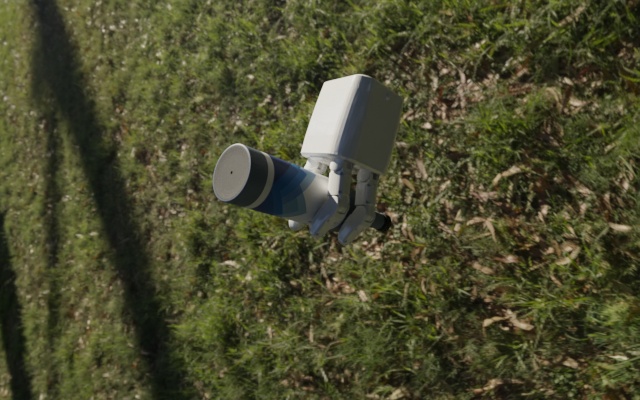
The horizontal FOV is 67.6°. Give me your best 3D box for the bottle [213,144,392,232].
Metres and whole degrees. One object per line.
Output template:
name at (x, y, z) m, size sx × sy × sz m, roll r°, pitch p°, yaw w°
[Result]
bottle at (0.000, 0.002, 0.624) m, size 0.069 × 0.069 × 0.296 m, roll 0°, pitch -13°, yaw 43°
